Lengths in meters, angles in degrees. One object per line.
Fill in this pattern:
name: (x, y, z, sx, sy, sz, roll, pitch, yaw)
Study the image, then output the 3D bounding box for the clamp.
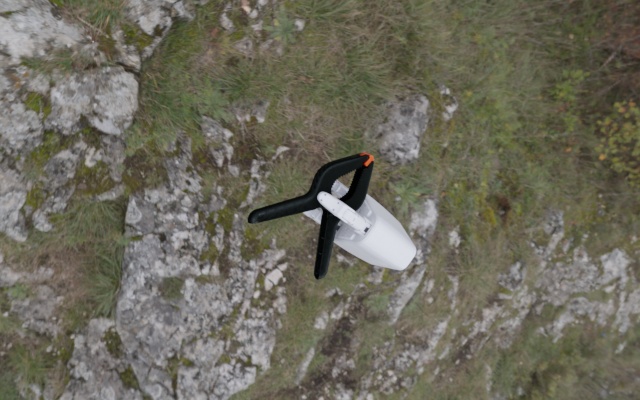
clamp: (0.001, 0.002, 0.737, 0.165, 0.210, 0.036, 36, 0, -28)
